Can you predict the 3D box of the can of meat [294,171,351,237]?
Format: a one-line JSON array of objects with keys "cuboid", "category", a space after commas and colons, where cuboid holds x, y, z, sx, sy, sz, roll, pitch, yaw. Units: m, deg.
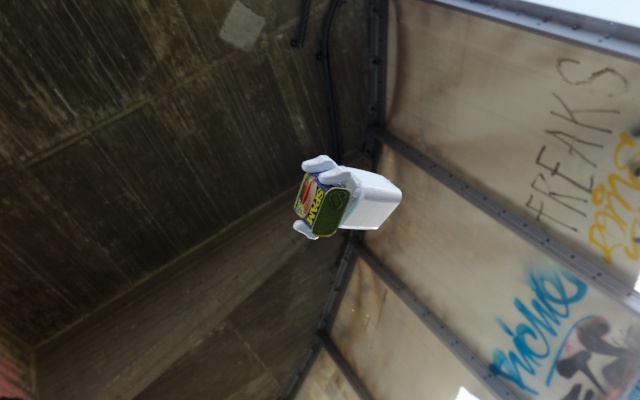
[{"cuboid": [0.000, 0.003, 0.886, 0.057, 0.102, 0.084, 5, 26, -36], "category": "can of meat"}]
